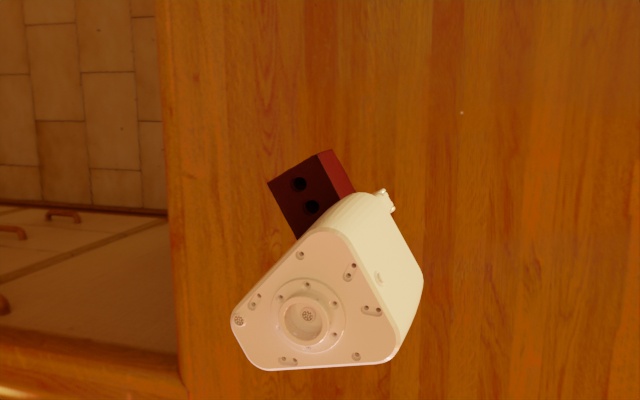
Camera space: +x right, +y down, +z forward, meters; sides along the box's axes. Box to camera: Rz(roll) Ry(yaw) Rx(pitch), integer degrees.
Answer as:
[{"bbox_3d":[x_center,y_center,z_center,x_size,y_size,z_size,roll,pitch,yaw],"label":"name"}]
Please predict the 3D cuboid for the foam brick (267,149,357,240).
[{"bbox_3d":[0.000,0.001,0.419,0.053,0.078,0.051,-29,1,21],"label":"foam brick"}]
